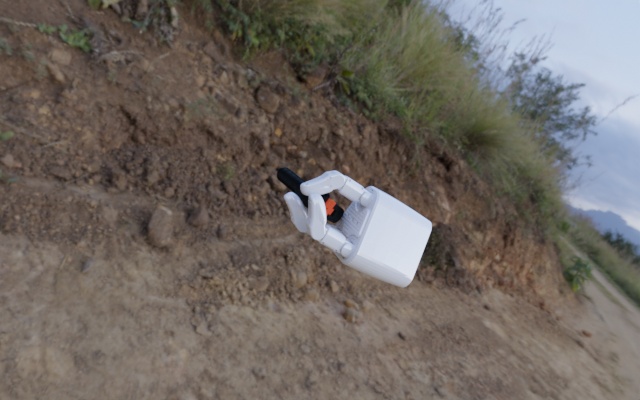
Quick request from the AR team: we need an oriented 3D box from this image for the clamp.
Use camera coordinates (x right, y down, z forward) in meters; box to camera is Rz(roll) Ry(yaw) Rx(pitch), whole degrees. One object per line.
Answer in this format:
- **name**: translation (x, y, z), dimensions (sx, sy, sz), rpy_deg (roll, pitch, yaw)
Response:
- **clamp**: translation (0.000, 0.002, 0.720), dimensions (0.120, 0.039, 0.171), rpy_deg (29, 7, -23)
